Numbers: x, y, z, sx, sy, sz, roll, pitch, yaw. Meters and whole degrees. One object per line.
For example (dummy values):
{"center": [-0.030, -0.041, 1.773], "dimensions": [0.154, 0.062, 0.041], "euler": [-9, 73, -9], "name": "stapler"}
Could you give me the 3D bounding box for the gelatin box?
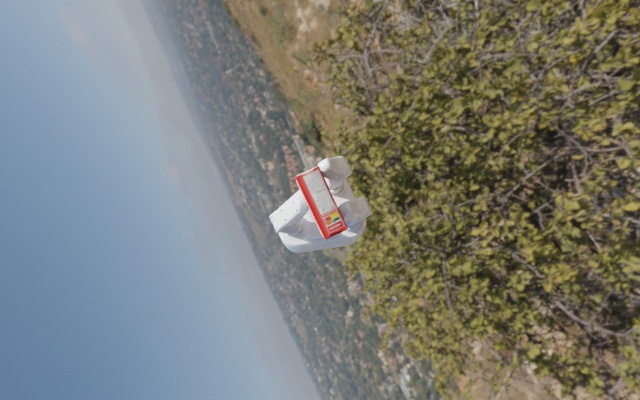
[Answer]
{"center": [0.000, 0.002, 0.533], "dimensions": [0.030, 0.073, 0.089], "euler": [-25, 2, -2], "name": "gelatin box"}
